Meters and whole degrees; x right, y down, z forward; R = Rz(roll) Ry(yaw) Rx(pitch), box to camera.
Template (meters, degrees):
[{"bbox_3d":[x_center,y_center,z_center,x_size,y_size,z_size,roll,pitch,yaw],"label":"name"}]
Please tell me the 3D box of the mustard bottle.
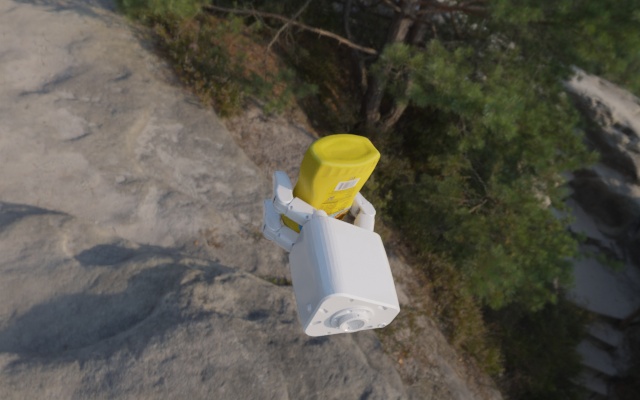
[{"bbox_3d":[0.000,0.002,0.627,0.096,0.058,0.192,-14,-34,-35],"label":"mustard bottle"}]
